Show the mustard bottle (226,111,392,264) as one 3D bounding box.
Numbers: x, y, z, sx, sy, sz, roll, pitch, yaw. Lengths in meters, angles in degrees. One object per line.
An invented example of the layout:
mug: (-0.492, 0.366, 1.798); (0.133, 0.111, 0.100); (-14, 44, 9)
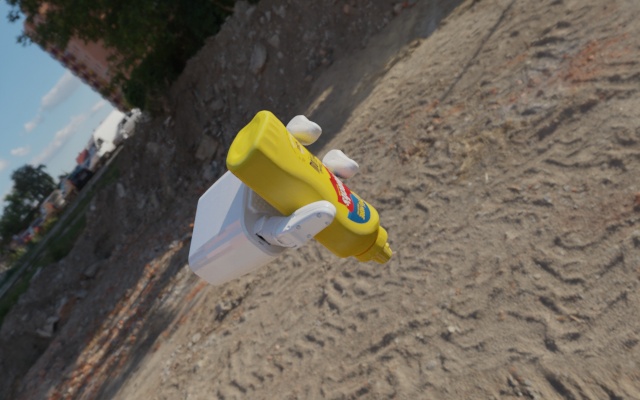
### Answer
mustard bottle: (0.000, 0.001, 0.458); (0.192, 0.058, 0.096); (41, 16, -22)
